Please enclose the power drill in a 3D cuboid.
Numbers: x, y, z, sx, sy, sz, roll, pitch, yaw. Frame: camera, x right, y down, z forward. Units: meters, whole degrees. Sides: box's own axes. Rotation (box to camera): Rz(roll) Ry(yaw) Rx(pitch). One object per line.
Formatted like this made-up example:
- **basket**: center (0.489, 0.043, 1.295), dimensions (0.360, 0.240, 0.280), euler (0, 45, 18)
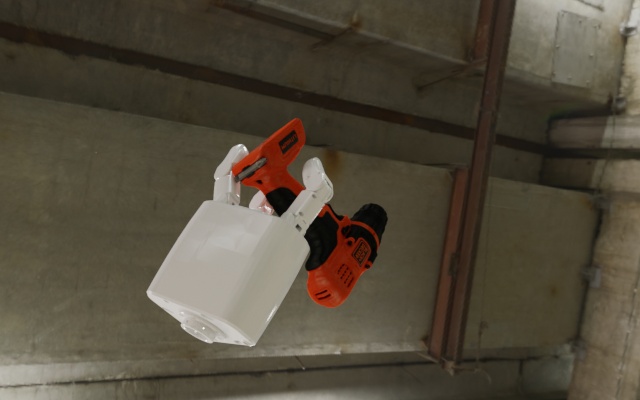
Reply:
- **power drill**: center (0.000, 0.002, 0.548), dimensions (0.057, 0.188, 0.184), euler (-31, 11, 34)
